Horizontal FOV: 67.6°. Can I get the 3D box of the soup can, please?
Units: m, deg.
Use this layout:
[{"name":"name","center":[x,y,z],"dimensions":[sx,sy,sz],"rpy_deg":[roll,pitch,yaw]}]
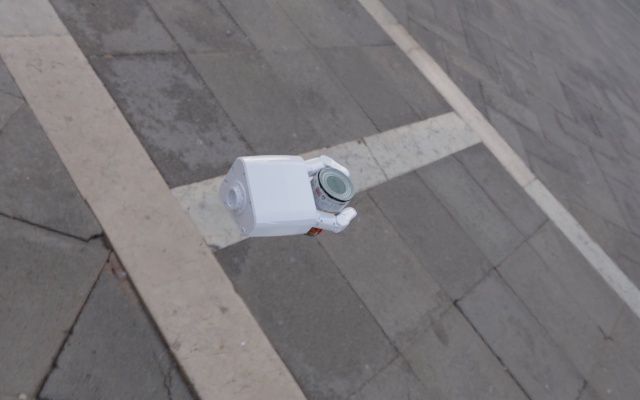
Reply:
[{"name":"soup can","center":[0.001,0.002,0.769],"dimensions":[0.068,0.068,0.102],"rpy_deg":[0,-35,-38]}]
